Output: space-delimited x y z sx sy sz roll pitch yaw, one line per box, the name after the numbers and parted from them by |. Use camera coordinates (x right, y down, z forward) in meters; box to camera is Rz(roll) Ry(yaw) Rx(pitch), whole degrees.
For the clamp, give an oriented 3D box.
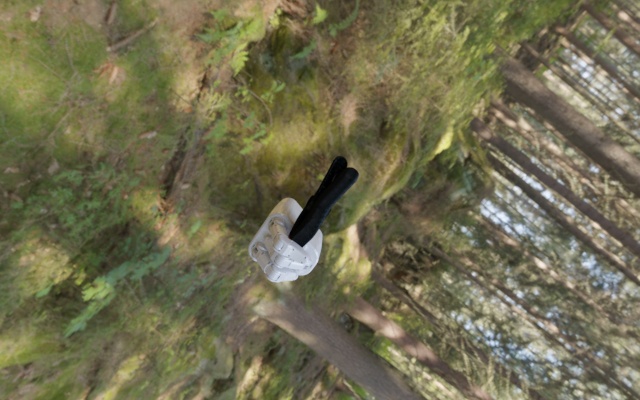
0.001 0.003 0.755 0.039 0.171 0.120 36 17 -8 | clamp
